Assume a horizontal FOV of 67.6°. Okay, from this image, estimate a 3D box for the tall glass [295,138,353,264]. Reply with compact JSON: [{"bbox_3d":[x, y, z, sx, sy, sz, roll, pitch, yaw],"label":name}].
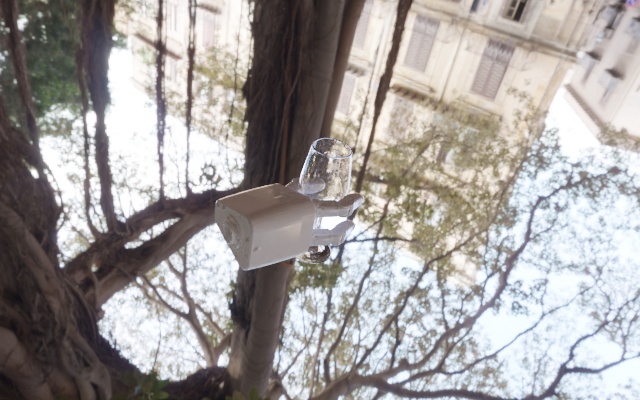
[{"bbox_3d":[0.000,0.003,0.764,0.079,0.201,0.079,9,33,-6],"label":"tall glass"}]
